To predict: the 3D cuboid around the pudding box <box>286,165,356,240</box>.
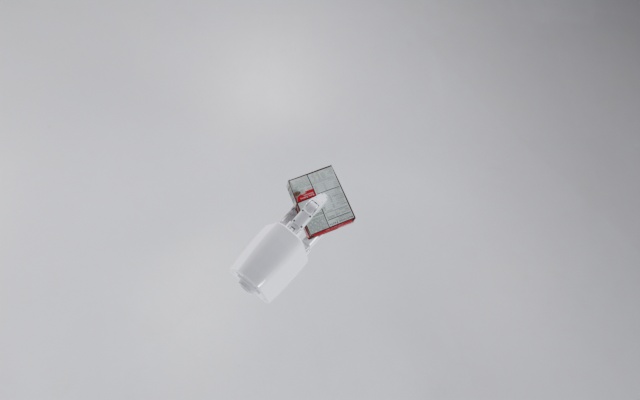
[{"bbox_3d":[0.000,0.003,0.859,0.090,0.113,0.039,-20,-13,-12],"label":"pudding box"}]
